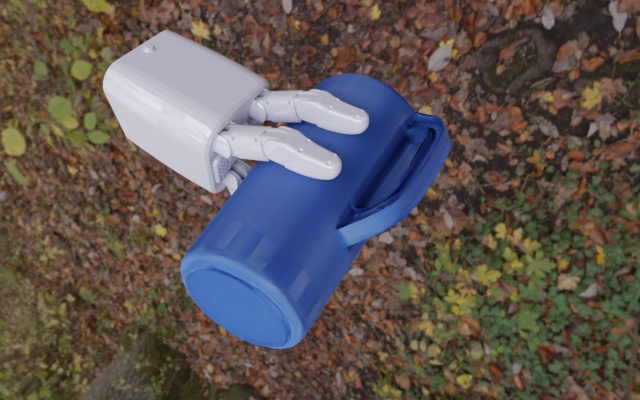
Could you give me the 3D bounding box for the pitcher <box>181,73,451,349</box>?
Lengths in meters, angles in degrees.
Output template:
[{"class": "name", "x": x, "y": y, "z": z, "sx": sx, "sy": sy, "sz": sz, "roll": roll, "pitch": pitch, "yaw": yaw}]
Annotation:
[{"class": "pitcher", "x": 0.000, "y": 0.001, "z": 0.417, "sx": 0.145, "sy": 0.242, "sz": 0.149, "roll": 31, "pitch": -38, "yaw": 4}]
